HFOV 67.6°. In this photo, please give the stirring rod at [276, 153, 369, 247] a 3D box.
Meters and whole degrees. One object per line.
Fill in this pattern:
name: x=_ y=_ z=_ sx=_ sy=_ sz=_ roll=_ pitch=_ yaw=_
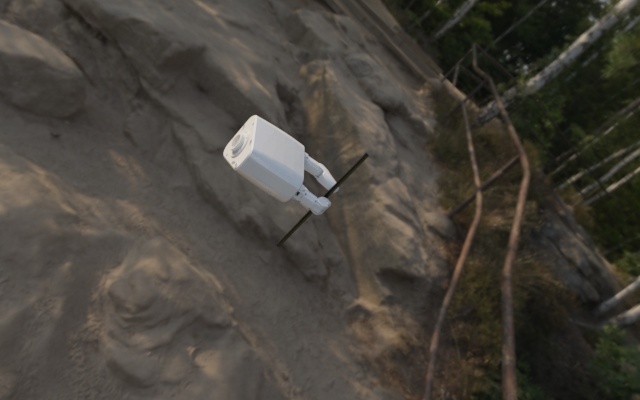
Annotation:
stirring rod: x=0.000 y=0.003 z=0.855 sx=0.239 sy=0.011 sz=0.011 roll=-46 pitch=-18 yaw=18
